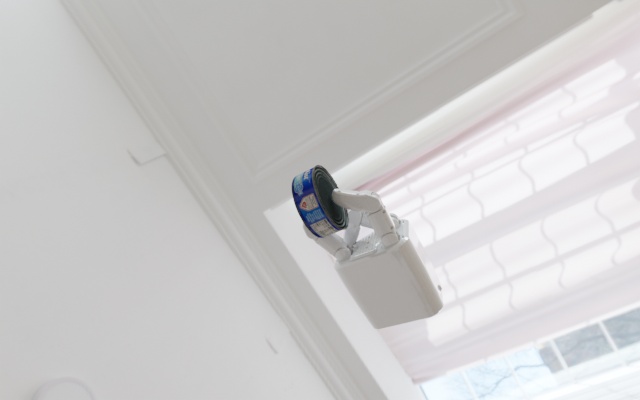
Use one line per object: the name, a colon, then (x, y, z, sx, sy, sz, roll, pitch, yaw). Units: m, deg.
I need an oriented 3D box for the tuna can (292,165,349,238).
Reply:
tuna can: (0.000, 0.002, 0.588, 0.034, 0.086, 0.086, -24, -9, 19)
